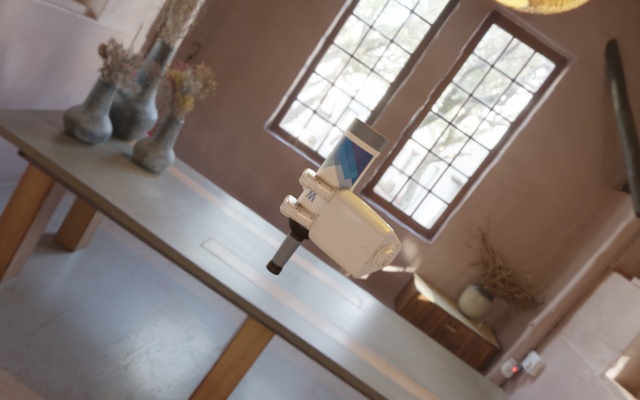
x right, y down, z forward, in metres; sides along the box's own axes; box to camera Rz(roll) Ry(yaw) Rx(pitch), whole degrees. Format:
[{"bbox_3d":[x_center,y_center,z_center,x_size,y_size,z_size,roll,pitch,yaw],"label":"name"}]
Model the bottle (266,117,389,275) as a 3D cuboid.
[{"bbox_3d":[0.000,0.002,0.793,0.069,0.296,0.069,34,12,-8],"label":"bottle"}]
